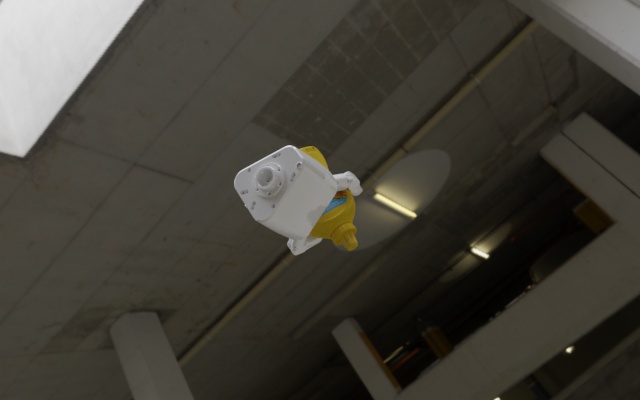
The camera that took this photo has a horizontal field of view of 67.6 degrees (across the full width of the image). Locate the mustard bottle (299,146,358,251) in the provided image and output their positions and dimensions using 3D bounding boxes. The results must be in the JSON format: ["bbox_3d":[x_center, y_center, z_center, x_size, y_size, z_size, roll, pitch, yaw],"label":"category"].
[{"bbox_3d":[0.000,0.002,0.769,0.096,0.191,0.058,-30,-29,-12],"label":"mustard bottle"}]
